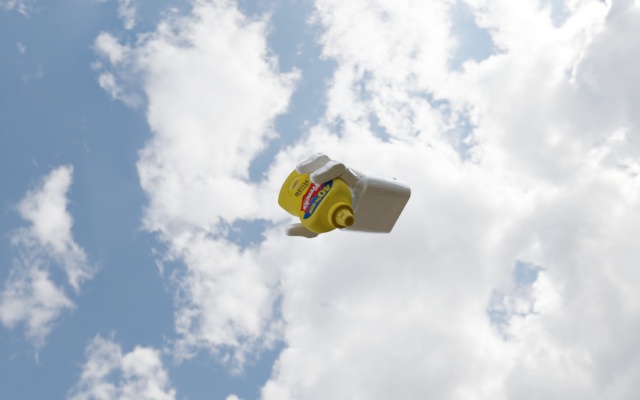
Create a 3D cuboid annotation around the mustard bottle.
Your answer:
[{"bbox_3d":[0.000,0.002,0.790,0.058,0.096,0.191,38,-3,-33],"label":"mustard bottle"}]
